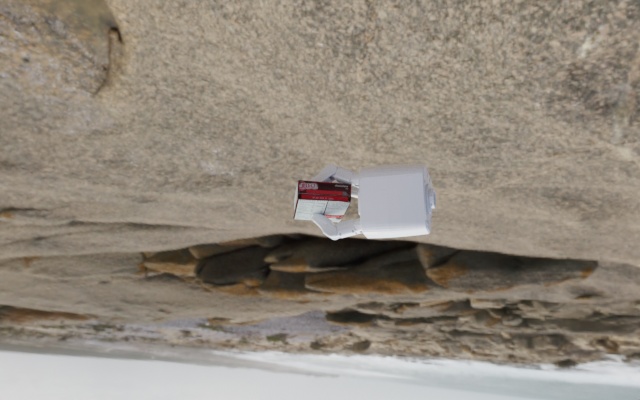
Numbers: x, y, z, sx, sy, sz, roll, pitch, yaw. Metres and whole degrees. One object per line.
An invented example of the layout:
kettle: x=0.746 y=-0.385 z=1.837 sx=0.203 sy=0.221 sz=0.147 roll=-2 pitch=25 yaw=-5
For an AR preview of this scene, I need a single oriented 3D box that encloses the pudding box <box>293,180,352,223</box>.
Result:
pudding box: x=0.000 y=0.003 z=0.823 sx=0.090 sy=0.039 sz=0.113 roll=5 pitch=-22 yaw=-6
